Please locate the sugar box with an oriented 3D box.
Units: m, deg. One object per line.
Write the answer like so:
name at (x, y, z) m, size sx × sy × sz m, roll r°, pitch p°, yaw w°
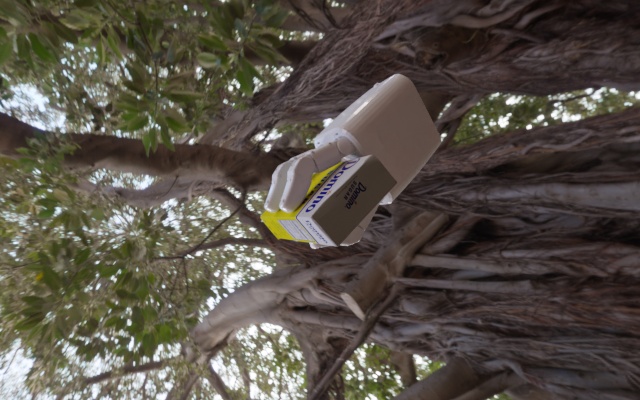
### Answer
sugar box at (0.000, 0.001, 0.527) m, size 0.093 × 0.048 × 0.176 m, roll -45°, pitch 12°, yaw -18°
